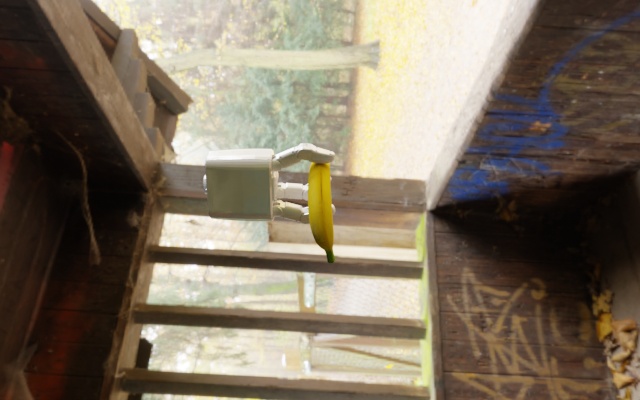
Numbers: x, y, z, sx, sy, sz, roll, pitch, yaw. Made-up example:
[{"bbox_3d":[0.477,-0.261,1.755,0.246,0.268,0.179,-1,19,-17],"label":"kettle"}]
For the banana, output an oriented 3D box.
[{"bbox_3d":[-0.001,-0.004,0.750,0.037,0.197,0.070,-3,-31,1],"label":"banana"}]
